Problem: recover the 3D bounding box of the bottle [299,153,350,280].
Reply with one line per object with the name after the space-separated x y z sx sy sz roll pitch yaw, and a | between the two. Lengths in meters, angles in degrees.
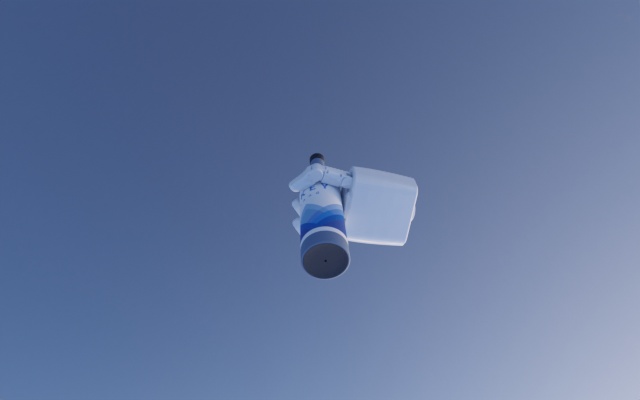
0.000 0.003 0.760 0.069 0.069 0.295 0 32 -3 | bottle
